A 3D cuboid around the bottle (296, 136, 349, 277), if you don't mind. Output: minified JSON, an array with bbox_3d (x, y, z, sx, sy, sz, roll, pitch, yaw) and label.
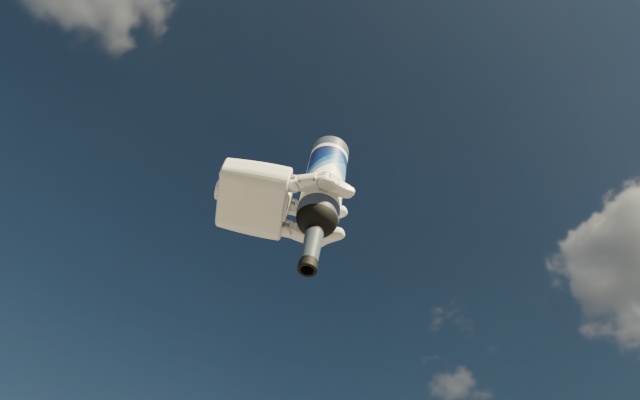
[{"bbox_3d":[0.000,0.002,0.756,0.069,0.069,0.295,0,39,9],"label":"bottle"}]
